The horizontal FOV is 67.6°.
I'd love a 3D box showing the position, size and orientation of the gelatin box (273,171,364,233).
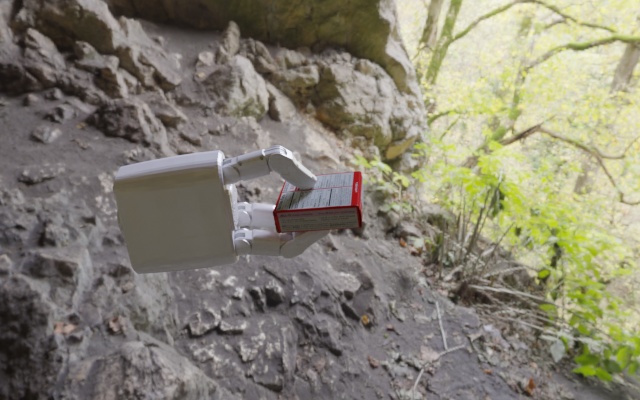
[{"bbox_3d":[0.000,0.001,0.504,0.089,0.030,0.073,-5,30,10],"label":"gelatin box"}]
